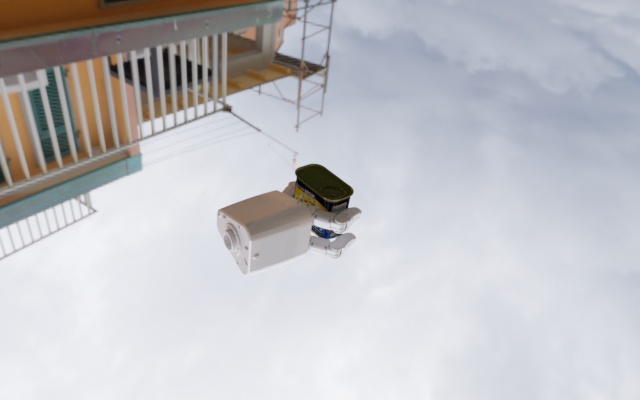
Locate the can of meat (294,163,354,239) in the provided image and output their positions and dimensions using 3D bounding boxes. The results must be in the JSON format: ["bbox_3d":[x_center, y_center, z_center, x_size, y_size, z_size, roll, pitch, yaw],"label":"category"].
[{"bbox_3d":[0.000,0.003,0.772,0.057,0.084,0.102,-21,45,-36],"label":"can of meat"}]
